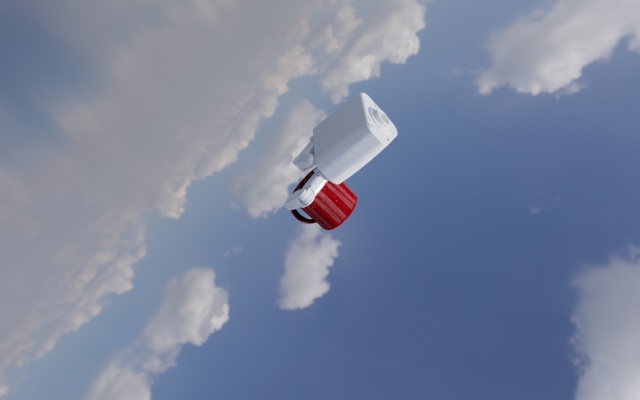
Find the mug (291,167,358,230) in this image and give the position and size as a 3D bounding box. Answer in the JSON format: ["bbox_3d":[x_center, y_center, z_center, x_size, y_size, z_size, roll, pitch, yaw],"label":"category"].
[{"bbox_3d":[-0.001,0.004,0.819,0.117,0.081,0.093,-36,21,29],"label":"mug"}]
